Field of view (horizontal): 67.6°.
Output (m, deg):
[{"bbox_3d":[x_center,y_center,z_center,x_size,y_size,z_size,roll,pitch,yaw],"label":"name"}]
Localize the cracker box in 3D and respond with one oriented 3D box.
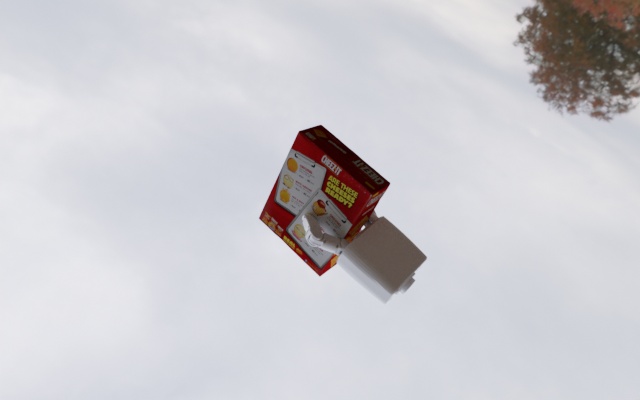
[{"bbox_3d":[0.000,0.003,0.832,0.164,0.214,0.072,42,39,16],"label":"cracker box"}]
